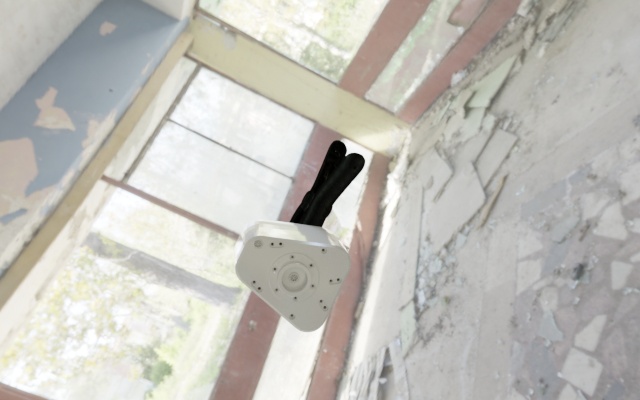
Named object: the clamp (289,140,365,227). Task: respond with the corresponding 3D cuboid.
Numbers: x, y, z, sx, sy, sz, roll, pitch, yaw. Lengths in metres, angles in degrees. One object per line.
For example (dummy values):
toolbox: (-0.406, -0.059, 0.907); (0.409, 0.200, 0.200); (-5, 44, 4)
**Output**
clamp: (-0.001, 0.002, 0.595); (0.039, 0.171, 0.120); (26, 1, -9)
